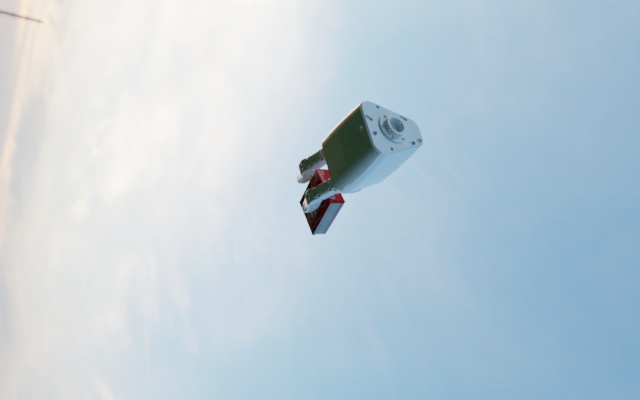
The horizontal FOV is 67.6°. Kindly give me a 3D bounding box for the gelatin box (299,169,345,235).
[{"bbox_3d":[0.000,0.003,0.799,0.030,0.073,0.089,-3,-39,-29],"label":"gelatin box"}]
